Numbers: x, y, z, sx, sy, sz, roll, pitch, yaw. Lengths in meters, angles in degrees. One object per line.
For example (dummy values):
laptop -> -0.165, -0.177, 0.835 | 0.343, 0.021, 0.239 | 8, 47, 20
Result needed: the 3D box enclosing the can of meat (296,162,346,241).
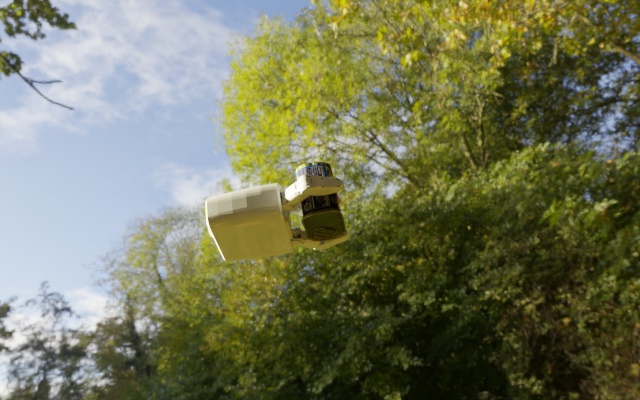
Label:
can of meat -> 0.000, 0.002, 0.700 | 0.057, 0.084, 0.102 | -12, -26, 3
